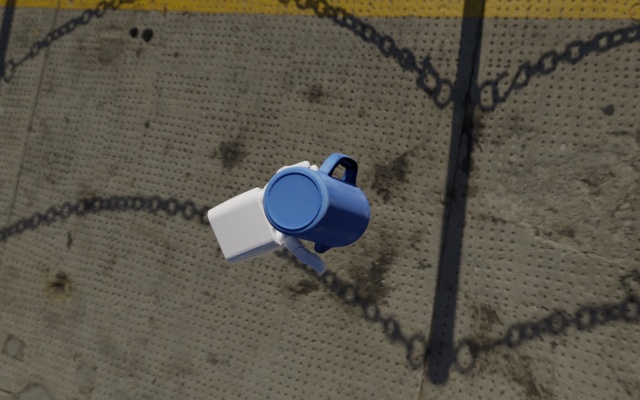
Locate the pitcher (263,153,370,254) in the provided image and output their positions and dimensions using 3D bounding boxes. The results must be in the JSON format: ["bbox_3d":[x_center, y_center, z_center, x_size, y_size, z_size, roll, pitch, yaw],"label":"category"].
[{"bbox_3d":[0.000,0.003,0.828,0.145,0.149,0.243,-23,-13,14],"label":"pitcher"}]
